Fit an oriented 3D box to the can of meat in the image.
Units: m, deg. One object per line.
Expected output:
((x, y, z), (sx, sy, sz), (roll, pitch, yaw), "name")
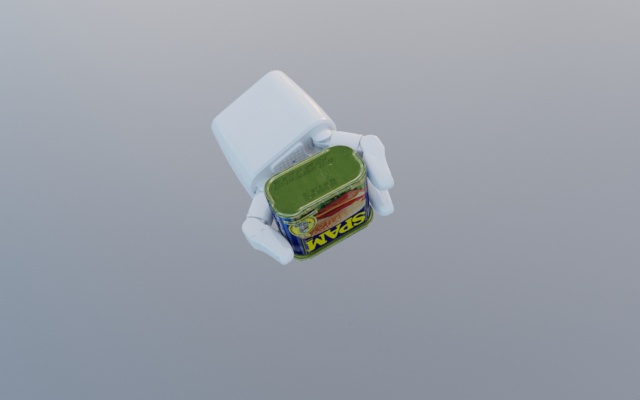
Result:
((0.000, 0.001, 0.473), (0.102, 0.057, 0.084), (-28, -33, -10), "can of meat")
